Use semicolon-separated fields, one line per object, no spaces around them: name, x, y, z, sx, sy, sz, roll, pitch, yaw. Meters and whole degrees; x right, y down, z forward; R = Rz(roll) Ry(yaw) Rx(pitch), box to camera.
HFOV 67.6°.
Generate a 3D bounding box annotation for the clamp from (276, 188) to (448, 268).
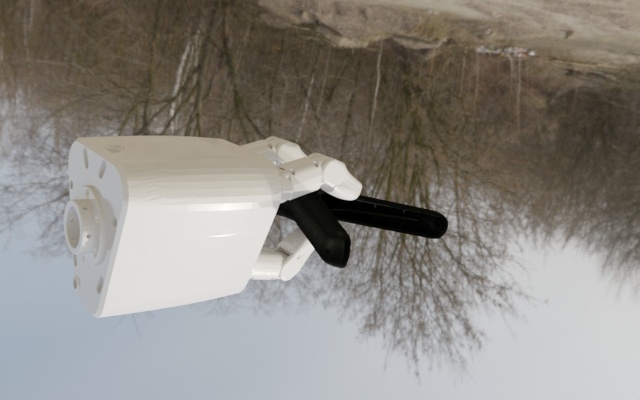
clamp;-0.001;0.002;0.432;0.164;0.036;0.210;-2;19;-45
